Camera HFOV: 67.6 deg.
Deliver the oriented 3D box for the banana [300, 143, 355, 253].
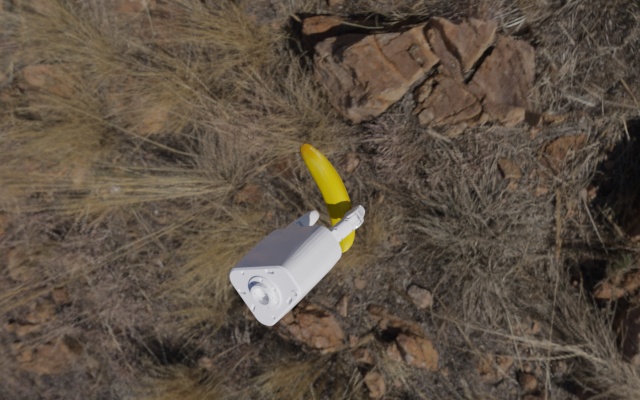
[{"bbox_3d":[0.016,0.006,0.736,0.069,0.198,0.037,2,27,34],"label":"banana"}]
